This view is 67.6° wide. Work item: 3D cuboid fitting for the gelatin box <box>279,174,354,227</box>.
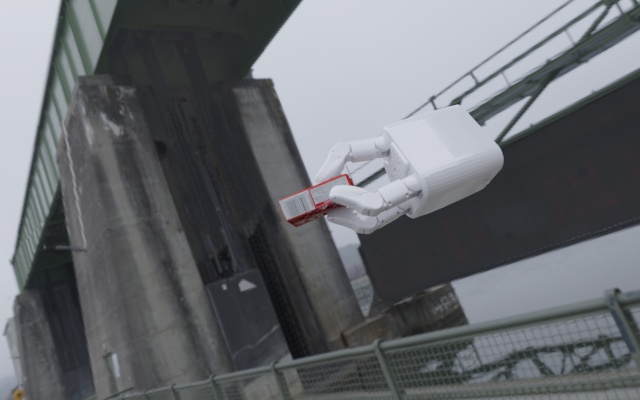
[{"bbox_3d":[0.000,0.002,0.581,0.089,0.030,0.073,-22,-10,2],"label":"gelatin box"}]
